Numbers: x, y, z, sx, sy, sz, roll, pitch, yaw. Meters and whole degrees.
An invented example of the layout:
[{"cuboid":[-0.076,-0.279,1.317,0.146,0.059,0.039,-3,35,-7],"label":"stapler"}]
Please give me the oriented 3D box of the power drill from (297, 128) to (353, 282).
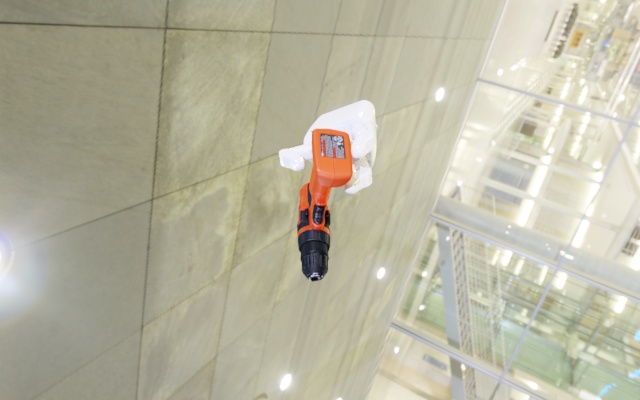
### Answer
[{"cuboid":[0.000,0.002,0.711,0.057,0.184,0.188,5,-42,-11],"label":"power drill"}]
